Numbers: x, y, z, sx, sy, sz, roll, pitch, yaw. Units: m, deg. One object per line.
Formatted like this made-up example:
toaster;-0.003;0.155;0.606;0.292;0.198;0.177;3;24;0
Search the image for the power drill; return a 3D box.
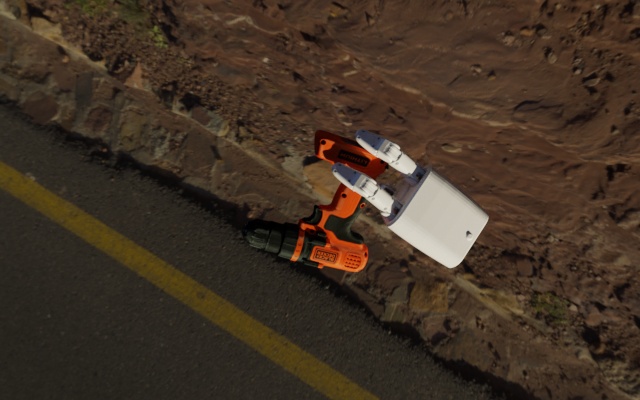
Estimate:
power drill;0.001;0.002;0.662;0.184;0.188;0.057;14;20;-15
